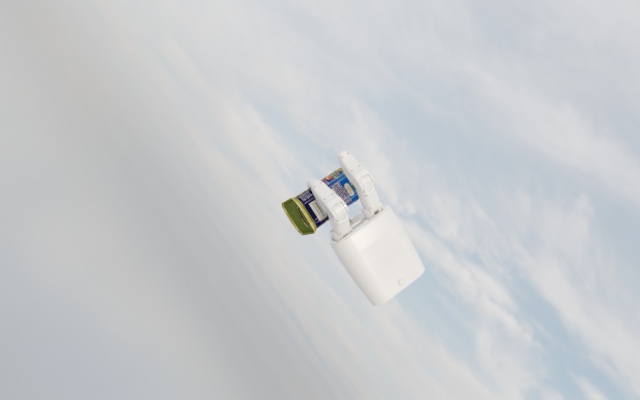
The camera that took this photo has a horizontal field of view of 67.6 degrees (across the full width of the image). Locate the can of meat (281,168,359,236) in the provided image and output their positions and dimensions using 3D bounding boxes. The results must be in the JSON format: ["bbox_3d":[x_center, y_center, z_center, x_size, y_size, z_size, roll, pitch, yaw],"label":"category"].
[{"bbox_3d":[0.000,0.002,0.675,0.084,0.057,0.102,-34,3,-15],"label":"can of meat"}]
